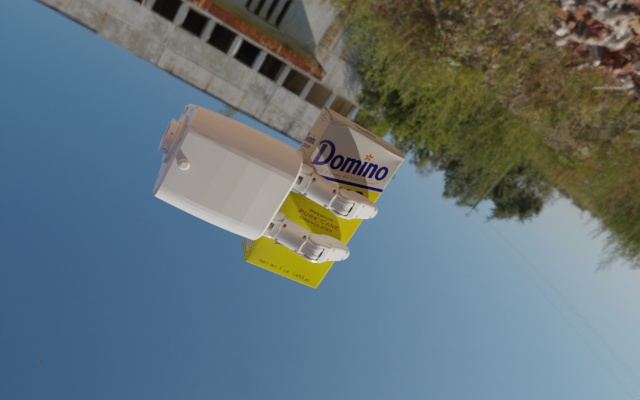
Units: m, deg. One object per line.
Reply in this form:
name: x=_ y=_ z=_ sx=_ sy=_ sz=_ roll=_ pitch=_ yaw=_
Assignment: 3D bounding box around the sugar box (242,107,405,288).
sugar box: x=0.000 y=0.002 z=0.503 sx=0.093 sy=0.176 sz=0.048 roll=25 pitch=21 yaw=-23
